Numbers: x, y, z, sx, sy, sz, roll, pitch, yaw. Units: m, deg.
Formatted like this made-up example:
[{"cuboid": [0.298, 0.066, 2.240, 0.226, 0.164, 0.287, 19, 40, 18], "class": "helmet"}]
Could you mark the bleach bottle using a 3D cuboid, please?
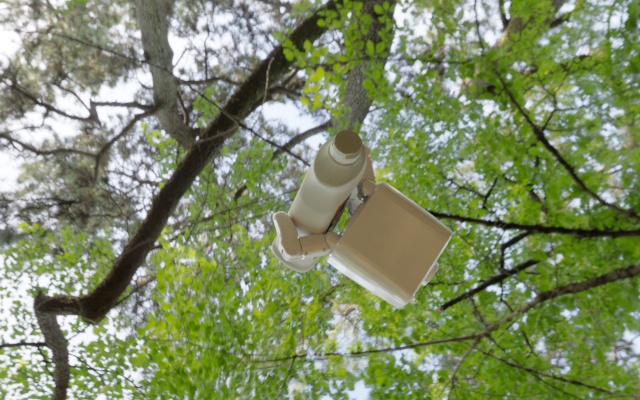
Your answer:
[{"cuboid": [0.000, 0.002, 0.574, 0.068, 0.102, 0.251, 34, -27, 6], "class": "bleach bottle"}]
